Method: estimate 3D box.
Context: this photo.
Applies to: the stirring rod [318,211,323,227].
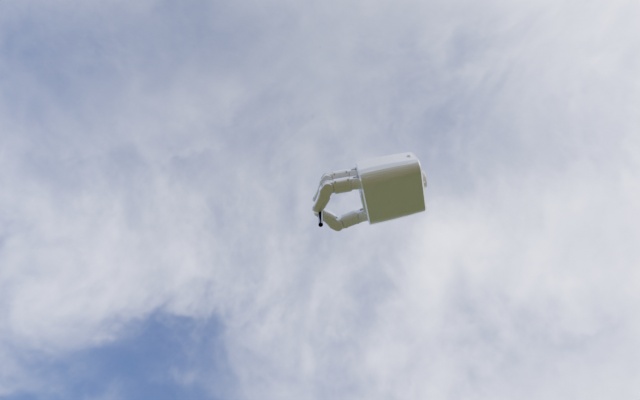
[{"bbox_3d":[0.000,0.003,0.890,0.011,0.011,0.239,0,18,0],"label":"stirring rod"}]
